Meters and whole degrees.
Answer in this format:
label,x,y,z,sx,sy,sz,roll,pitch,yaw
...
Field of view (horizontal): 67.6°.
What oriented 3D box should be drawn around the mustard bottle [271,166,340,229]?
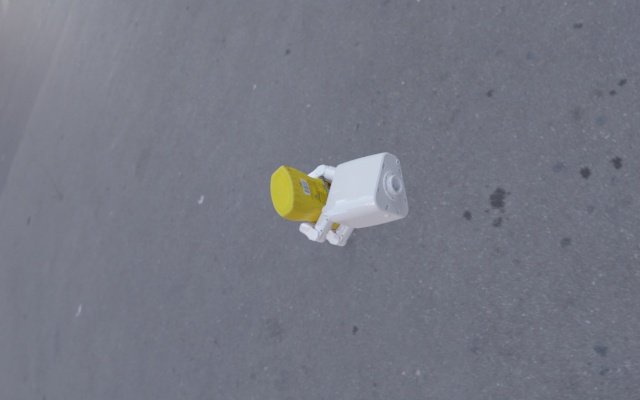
label,x,y,z,sx,sy,sz,roll,pitch,yaw
mustard bottle,0.000,0.003,0.878,0.192,0.096,0.058,17,-46,-42
